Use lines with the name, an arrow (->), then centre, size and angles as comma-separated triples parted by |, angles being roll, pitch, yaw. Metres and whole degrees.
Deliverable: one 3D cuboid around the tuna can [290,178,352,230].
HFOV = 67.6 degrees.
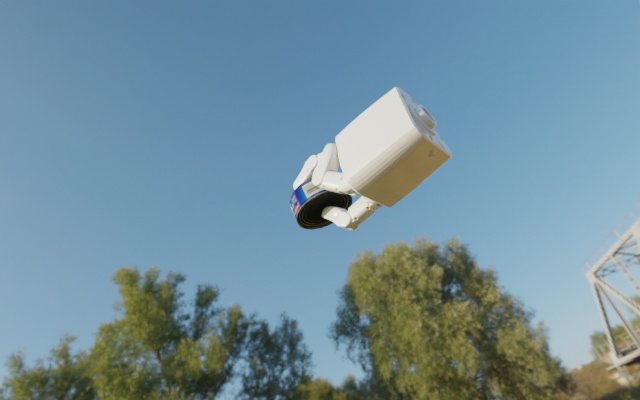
tuna can -> 0.000, 0.002, 0.686 | 0.086, 0.033, 0.086 | -18, -34, -13
